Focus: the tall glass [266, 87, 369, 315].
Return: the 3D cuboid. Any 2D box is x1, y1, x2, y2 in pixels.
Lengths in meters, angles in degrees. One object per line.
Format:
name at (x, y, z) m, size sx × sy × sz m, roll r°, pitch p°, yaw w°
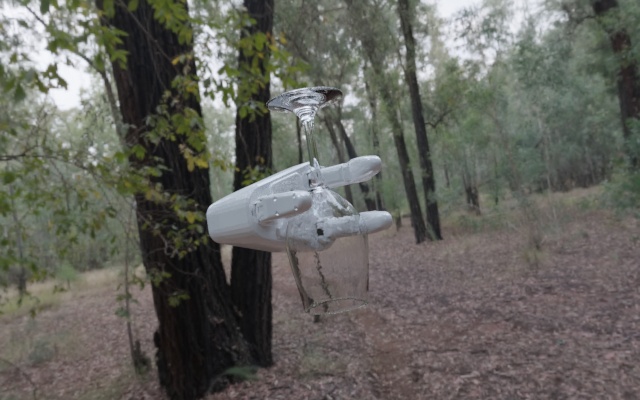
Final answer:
tall glass at (0.000, 0.001, 0.453) m, size 0.079 × 0.201 × 0.079 m, roll -9°, pitch -3°, yaw 0°
